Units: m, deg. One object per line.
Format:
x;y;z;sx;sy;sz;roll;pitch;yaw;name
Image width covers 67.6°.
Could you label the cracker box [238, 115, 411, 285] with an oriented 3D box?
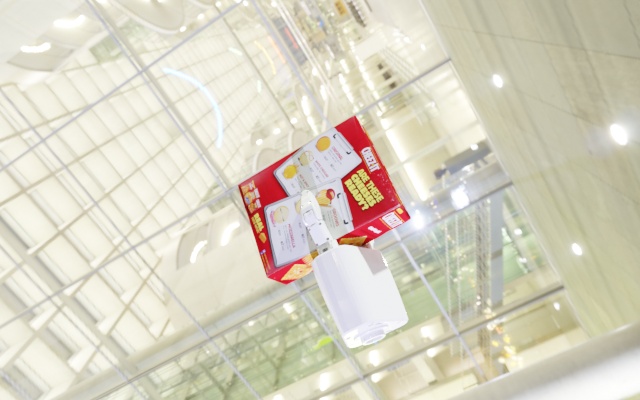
0.000;0.002;0.703;0.214;0.164;0.072;-29;-29;13;cracker box
